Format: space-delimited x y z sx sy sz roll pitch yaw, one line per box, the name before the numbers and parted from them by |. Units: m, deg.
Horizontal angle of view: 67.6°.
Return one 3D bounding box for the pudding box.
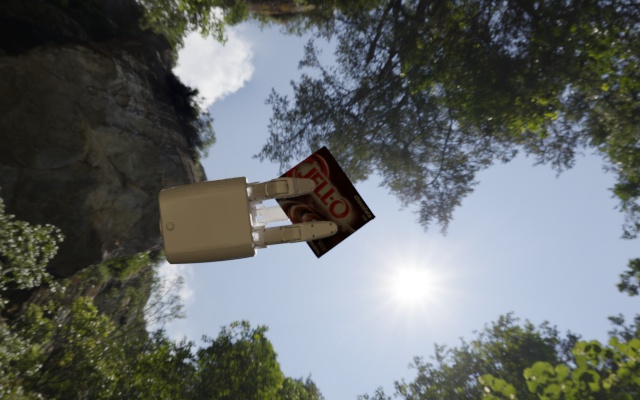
pudding box | 0.000 0.002 0.601 0.090 0.113 0.039 -36 1 -4
